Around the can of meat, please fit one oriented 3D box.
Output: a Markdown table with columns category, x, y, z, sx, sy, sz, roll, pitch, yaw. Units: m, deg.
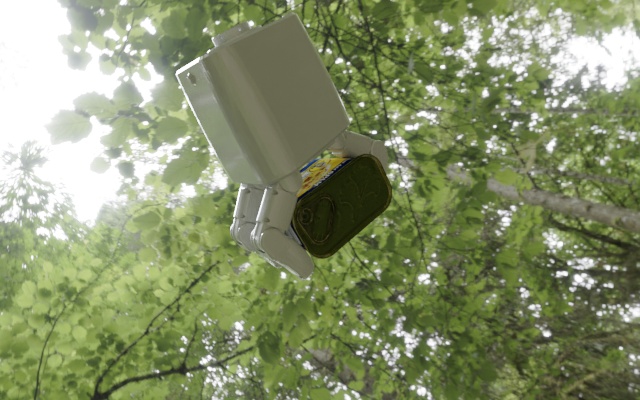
| category | x | y | z | sx | sy | sz | roll | pitch | yaw |
| --- | --- | --- | --- | --- | --- | --- | --- | --- | --- |
| can of meat | 0.000 | 0.001 | 0.441 | 0.102 | 0.057 | 0.084 | -38 | 22 | -24 |
